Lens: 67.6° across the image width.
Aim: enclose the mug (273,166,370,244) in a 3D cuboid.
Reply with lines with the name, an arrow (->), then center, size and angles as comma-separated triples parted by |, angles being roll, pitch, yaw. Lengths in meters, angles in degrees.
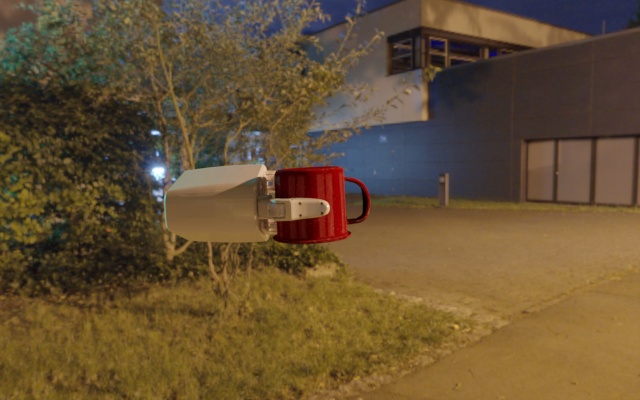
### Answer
mug -> 0.002, 0.002, 0.559 | 0.117, 0.081, 0.093 | -3, 6, -1
